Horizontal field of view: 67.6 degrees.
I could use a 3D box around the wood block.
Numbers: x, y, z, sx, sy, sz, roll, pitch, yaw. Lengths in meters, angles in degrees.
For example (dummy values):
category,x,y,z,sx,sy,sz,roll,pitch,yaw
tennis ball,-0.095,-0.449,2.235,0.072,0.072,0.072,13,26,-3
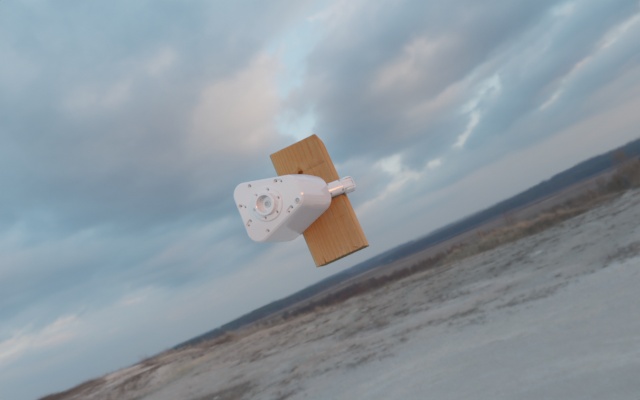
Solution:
category,x,y,z,sx,sy,sz,roll,pitch,yaw
wood block,0.000,0.002,0.831,0.091,0.206,0.090,-25,-10,8
